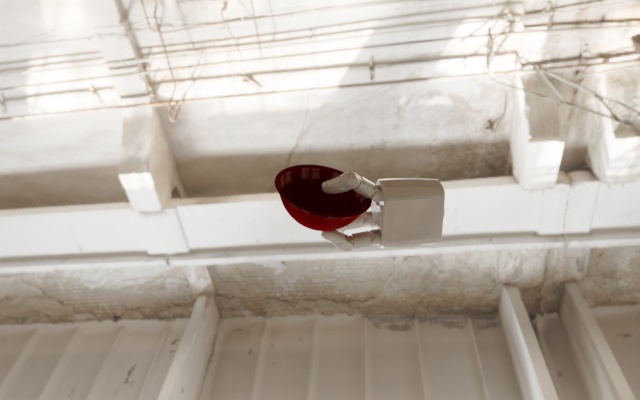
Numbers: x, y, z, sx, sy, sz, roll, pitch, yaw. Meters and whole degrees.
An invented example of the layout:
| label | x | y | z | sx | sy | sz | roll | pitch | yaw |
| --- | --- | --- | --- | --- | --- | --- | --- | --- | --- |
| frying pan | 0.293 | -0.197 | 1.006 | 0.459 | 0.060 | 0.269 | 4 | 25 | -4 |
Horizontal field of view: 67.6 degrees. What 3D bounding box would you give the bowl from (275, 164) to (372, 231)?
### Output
| label | x | y | z | sx | sy | sz | roll | pitch | yaw |
| --- | --- | --- | --- | --- | --- | --- | --- | --- | --- |
| bowl | -0.001 | 0.003 | 0.788 | 0.162 | 0.055 | 0.162 | 11 | 31 | -6 |
